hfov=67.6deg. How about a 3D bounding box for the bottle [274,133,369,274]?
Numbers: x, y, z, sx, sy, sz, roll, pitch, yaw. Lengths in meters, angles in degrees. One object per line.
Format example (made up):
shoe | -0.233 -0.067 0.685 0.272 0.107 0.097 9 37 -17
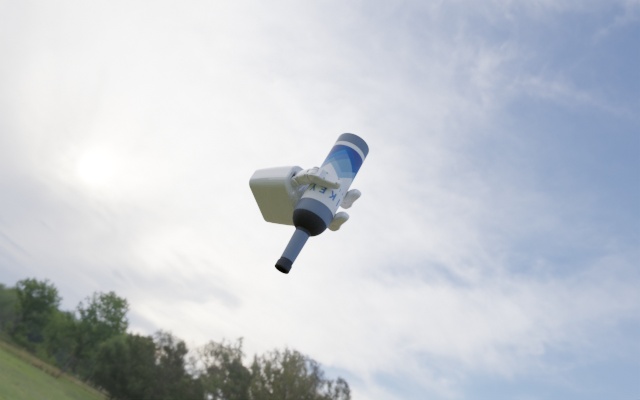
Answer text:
bottle | 0.000 0.003 0.849 0.069 0.295 0.069 22 -31 14
